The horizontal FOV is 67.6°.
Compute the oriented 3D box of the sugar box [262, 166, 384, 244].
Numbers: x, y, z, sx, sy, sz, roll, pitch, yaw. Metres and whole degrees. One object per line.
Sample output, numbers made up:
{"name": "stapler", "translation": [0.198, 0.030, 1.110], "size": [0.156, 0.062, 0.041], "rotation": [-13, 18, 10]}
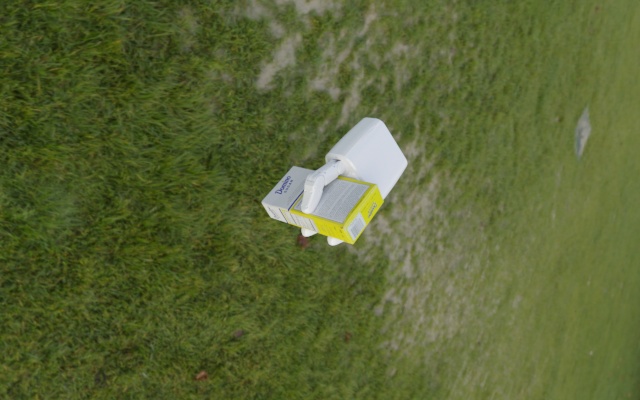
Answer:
{"name": "sugar box", "translation": [0.000, 0.003, 0.754], "size": [0.176, 0.048, 0.093], "rotation": [14, 54, 42]}
